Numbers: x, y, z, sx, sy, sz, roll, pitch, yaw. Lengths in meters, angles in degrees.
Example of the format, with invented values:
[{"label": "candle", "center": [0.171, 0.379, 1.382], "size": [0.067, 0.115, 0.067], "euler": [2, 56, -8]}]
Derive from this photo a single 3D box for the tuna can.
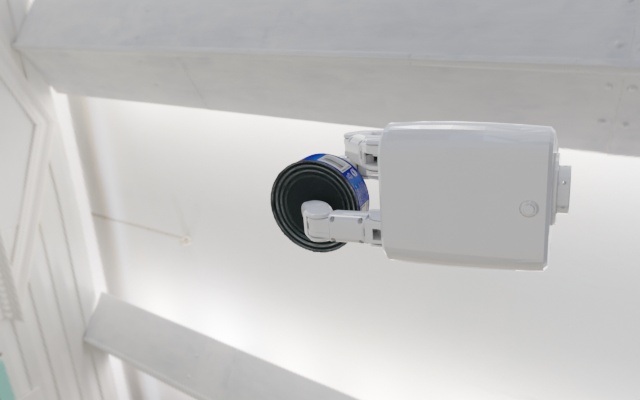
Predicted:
[{"label": "tuna can", "center": [0.000, 0.001, 0.431], "size": [0.086, 0.086, 0.033], "euler": [0, 19, 26]}]
